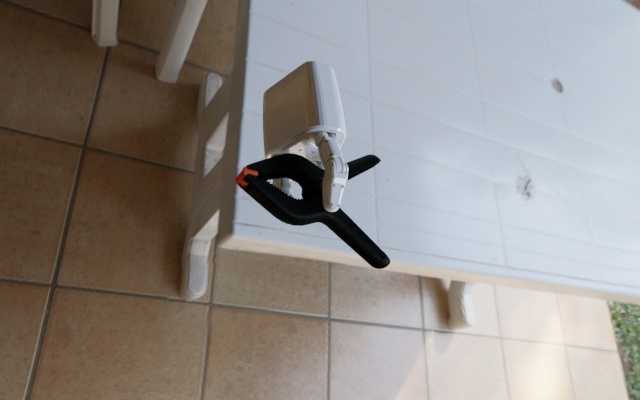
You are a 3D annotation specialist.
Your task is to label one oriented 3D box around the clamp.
[{"bbox_3d":[0.000,0.001,0.588,0.210,0.164,0.036,7,-30,-29],"label":"clamp"}]
